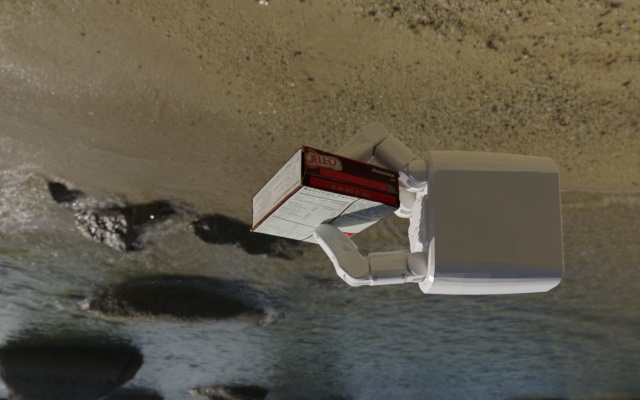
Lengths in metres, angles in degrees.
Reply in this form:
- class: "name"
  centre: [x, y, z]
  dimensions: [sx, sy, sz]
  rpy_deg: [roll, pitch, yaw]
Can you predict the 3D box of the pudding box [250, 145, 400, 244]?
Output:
- class: "pudding box"
  centre: [0.000, 0.002, 0.410]
  dimensions: [0.090, 0.039, 0.113]
  rpy_deg: [14, -29, -25]
